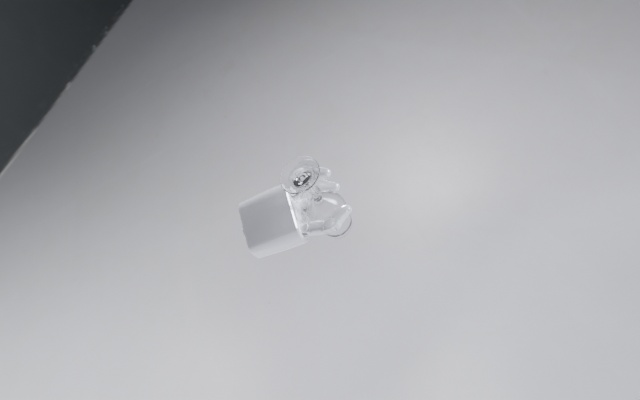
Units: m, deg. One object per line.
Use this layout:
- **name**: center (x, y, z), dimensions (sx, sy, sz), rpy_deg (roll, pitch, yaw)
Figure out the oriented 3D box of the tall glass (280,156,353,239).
- **tall glass**: center (0.000, 0.003, 0.890), dimensions (0.079, 0.079, 0.201), rpy_deg (0, -28, 25)
